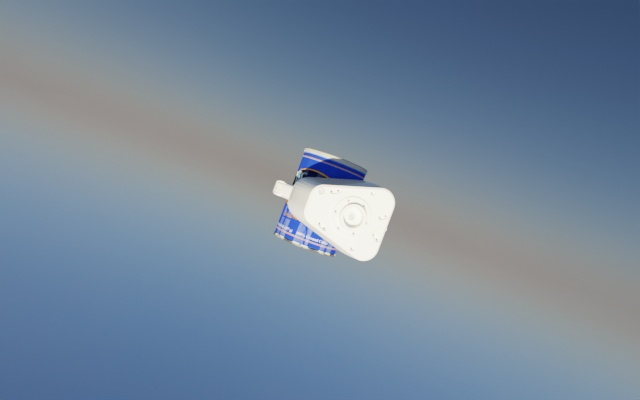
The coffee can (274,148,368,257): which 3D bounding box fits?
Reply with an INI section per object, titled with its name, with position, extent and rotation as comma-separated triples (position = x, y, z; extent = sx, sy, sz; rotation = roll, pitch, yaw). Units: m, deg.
[coffee can]
position = 0.000, 0.002, 0.734
extent = 0.103, 0.140, 0.103
rotation = 20, 1, 0
